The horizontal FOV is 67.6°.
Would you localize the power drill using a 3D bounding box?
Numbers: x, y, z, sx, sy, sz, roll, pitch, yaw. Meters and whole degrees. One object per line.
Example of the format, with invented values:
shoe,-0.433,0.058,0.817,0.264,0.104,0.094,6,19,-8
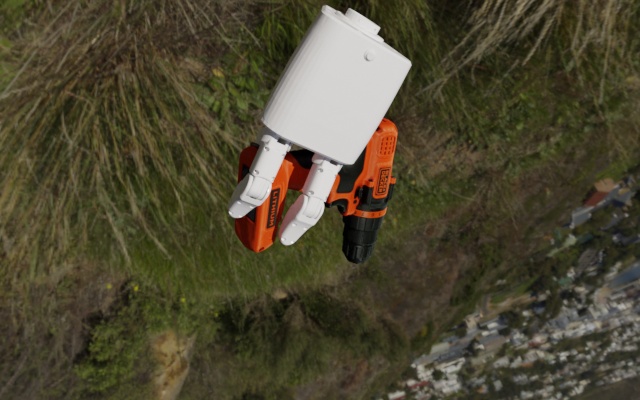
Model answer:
power drill,0.000,0.002,0.530,0.187,0.184,0.057,-10,27,-36
